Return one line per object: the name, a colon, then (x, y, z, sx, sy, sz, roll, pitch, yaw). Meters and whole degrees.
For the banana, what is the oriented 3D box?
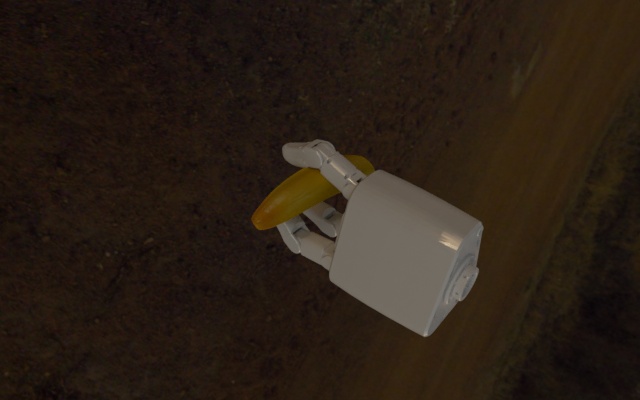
banana: (0.009, -0.014, 0.492, 0.037, 0.070, 0.198, 36, 26, 23)
